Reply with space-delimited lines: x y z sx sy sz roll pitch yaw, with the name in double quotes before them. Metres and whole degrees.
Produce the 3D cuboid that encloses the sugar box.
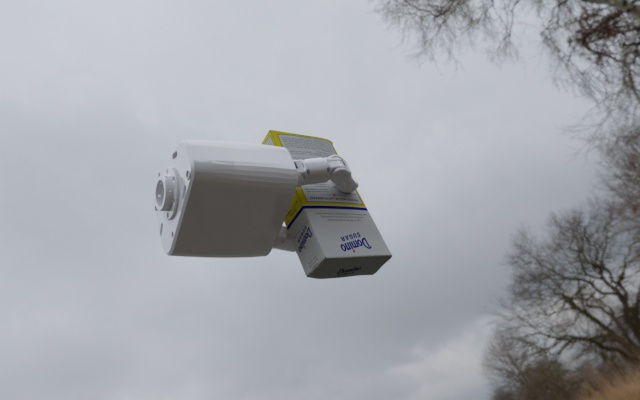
"sugar box" 0.000 0.002 0.532 0.093 0.176 0.048 3 -39 -36
